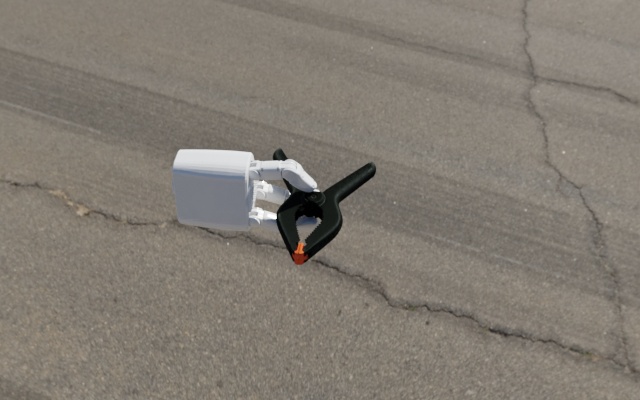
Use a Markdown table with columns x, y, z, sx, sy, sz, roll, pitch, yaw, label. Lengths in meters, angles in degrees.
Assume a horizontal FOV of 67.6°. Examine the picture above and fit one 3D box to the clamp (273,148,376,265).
| x | y | z | sx | sy | sz | roll | pitch | yaw | label |
| --- | --- | --- | --- | --- | --- | --- | --- | --- | --- |
| 0.000 | 0.002 | 0.698 | 0.164 | 0.209 | 0.036 | 3 | -42 | 2 | clamp |
